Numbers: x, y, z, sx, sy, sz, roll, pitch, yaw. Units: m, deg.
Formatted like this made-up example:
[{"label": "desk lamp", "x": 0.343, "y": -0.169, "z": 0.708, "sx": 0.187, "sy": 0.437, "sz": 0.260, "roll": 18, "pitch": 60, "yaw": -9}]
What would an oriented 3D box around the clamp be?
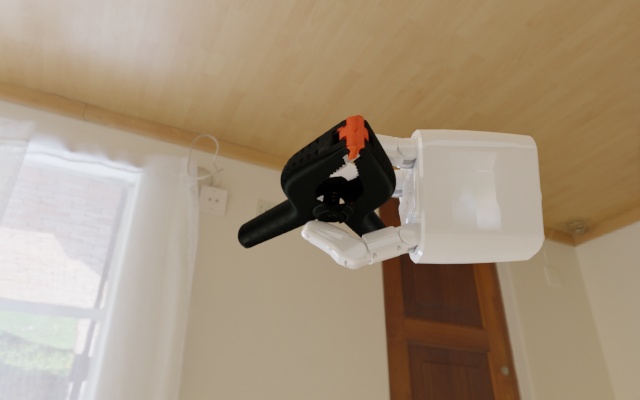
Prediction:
[{"label": "clamp", "x": 0.000, "y": 0.002, "z": 0.420, "sx": 0.164, "sy": 0.036, "sz": 0.210, "roll": 0, "pitch": -29, "yaw": -1}]
